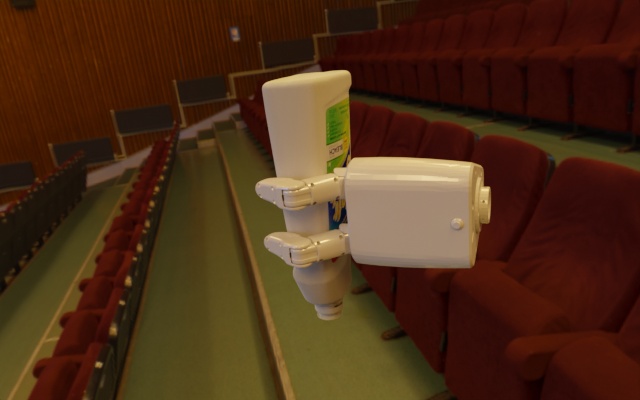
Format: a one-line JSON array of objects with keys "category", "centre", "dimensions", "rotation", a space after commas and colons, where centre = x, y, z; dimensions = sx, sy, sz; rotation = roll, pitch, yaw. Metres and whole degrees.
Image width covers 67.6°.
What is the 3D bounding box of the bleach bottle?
[{"category": "bleach bottle", "centre": [0.000, 0.002, 0.488], "dimensions": [0.068, 0.251, 0.102], "rotation": [2, 20, 23]}]
